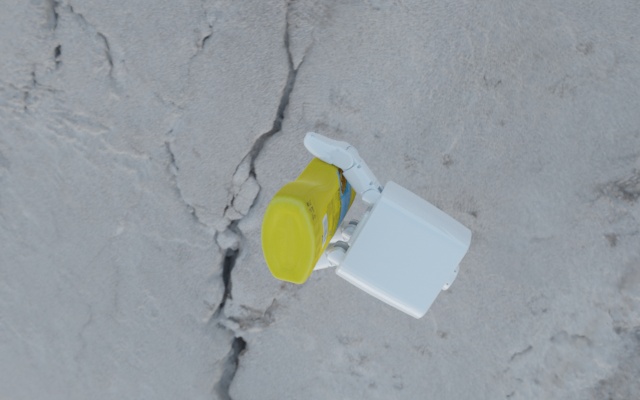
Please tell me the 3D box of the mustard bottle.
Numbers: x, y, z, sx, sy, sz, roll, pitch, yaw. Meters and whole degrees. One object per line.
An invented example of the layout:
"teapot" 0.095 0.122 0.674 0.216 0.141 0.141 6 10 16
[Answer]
"mustard bottle" 0.000 0.002 0.528 0.058 0.096 0.191 9 27 17
